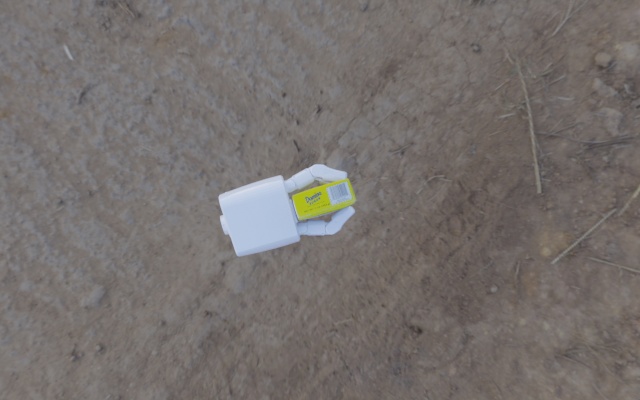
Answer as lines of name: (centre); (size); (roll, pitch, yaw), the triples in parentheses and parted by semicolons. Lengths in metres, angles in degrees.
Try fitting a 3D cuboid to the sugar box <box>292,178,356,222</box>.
sugar box: (0.000, 0.002, 0.805); (0.093, 0.048, 0.176); (-17, 0, -5)
